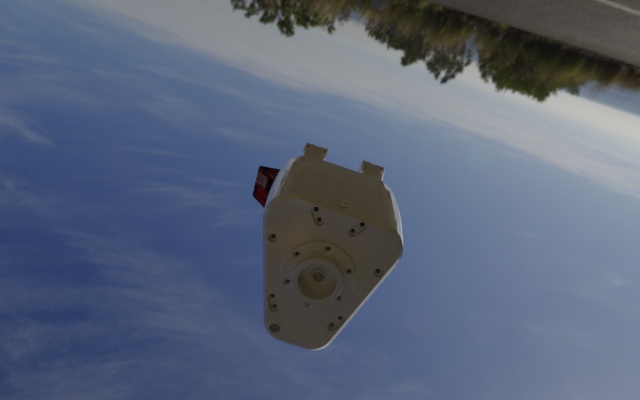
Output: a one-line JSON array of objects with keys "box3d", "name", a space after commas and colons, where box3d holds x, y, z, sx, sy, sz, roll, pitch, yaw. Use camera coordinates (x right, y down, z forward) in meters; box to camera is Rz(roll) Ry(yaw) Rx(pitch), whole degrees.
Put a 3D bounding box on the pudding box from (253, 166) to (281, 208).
[{"box3d": [0.000, 0.002, 0.469, 0.113, 0.039, 0.090, 11, 15, -29], "name": "pudding box"}]
